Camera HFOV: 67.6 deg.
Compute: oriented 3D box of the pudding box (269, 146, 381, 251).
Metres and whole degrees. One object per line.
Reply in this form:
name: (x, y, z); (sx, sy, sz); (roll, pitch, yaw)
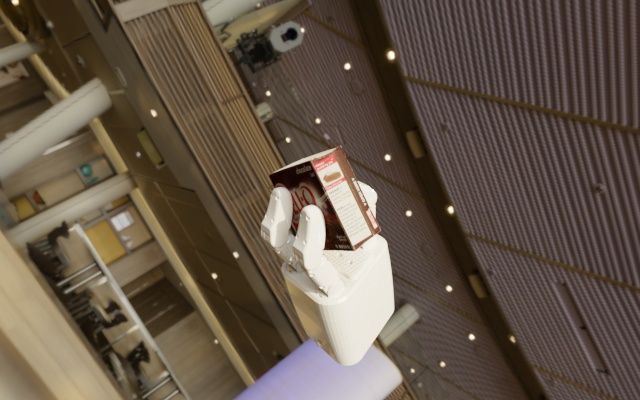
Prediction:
pudding box: (0.000, 0.001, 0.464); (0.039, 0.090, 0.113); (-31, 9, -26)
